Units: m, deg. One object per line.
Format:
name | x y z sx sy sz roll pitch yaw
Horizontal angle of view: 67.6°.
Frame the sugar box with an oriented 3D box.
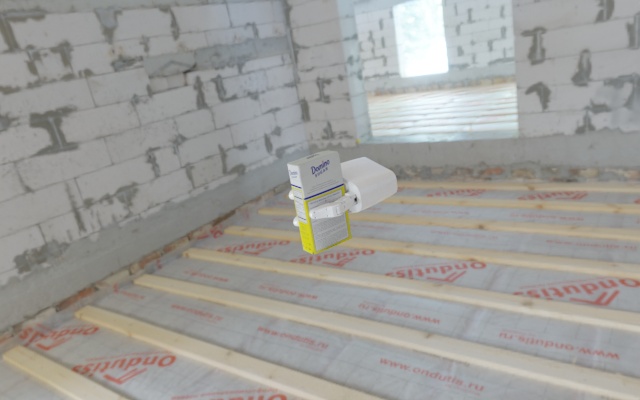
sugar box | 0.000 0.003 0.889 0.093 0.176 0.048 -21 20 -30
